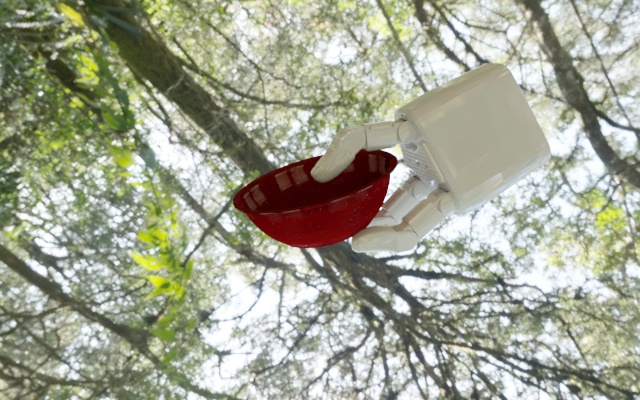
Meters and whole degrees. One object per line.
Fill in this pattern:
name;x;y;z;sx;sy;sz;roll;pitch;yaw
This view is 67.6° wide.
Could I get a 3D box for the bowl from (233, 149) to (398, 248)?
bowl;-0.001;0.002;0.465;0.162;0.055;0.162;-13;19;5
